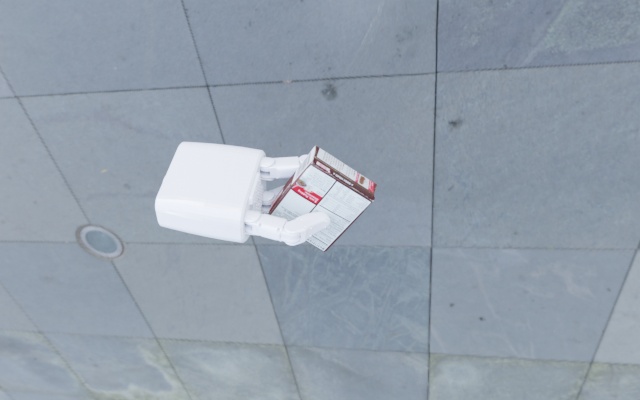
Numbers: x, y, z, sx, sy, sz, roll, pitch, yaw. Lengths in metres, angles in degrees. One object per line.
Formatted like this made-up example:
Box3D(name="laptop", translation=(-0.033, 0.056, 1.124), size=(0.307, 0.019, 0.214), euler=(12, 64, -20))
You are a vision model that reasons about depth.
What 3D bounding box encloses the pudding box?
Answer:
Box3D(name="pudding box", translation=(0.000, 0.002, 0.581), size=(0.090, 0.039, 0.113), euler=(31, -50, -13))
